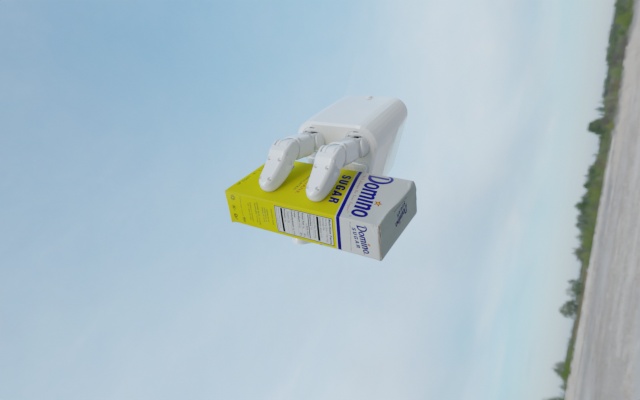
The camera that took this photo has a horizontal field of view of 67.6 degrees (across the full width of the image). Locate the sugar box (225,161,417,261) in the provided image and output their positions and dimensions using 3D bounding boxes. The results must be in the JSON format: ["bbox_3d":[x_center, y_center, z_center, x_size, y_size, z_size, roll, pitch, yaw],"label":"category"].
[{"bbox_3d":[0.000,0.001,0.489,0.176,0.048,0.093,9,33,29],"label":"sugar box"}]
